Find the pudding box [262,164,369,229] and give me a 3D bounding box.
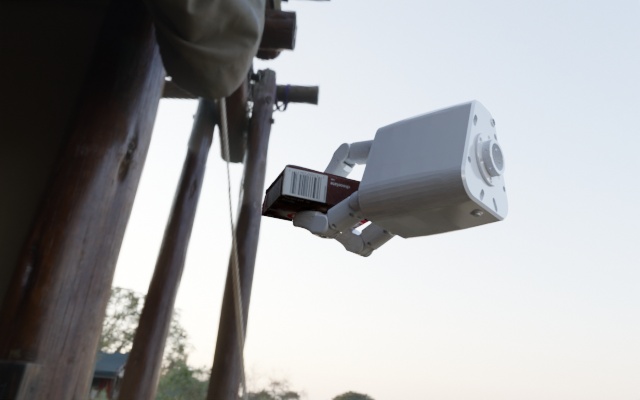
[{"bbox_3d":[0.000,0.002,0.530,0.113,0.039,0.090,14,-21,-16],"label":"pudding box"}]
